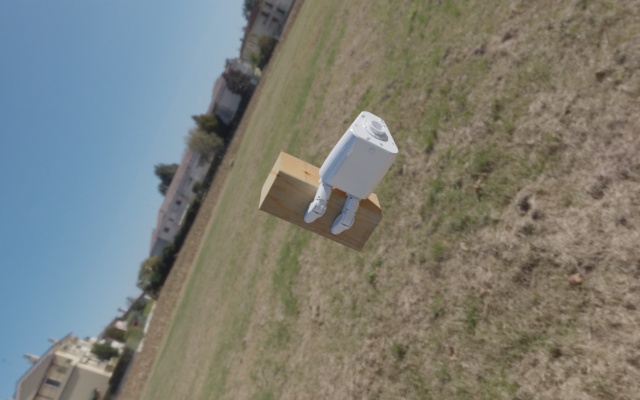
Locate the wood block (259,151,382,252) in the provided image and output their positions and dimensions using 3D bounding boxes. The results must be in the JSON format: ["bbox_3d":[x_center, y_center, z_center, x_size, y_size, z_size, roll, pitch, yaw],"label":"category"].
[{"bbox_3d":[0.000,0.002,0.890,0.206,0.090,0.090,24,24,-14],"label":"wood block"}]
